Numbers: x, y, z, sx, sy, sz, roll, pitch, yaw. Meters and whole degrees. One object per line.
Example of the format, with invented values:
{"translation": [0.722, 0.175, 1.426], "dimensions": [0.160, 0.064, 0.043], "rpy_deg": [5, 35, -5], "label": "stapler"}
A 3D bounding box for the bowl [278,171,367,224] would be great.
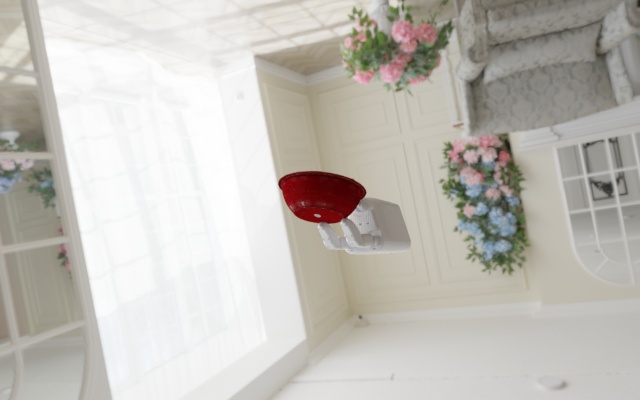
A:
{"translation": [-0.001, 0.003, 0.859], "dimensions": [0.162, 0.055, 0.162], "rpy_deg": [6, -19, 2], "label": "bowl"}
